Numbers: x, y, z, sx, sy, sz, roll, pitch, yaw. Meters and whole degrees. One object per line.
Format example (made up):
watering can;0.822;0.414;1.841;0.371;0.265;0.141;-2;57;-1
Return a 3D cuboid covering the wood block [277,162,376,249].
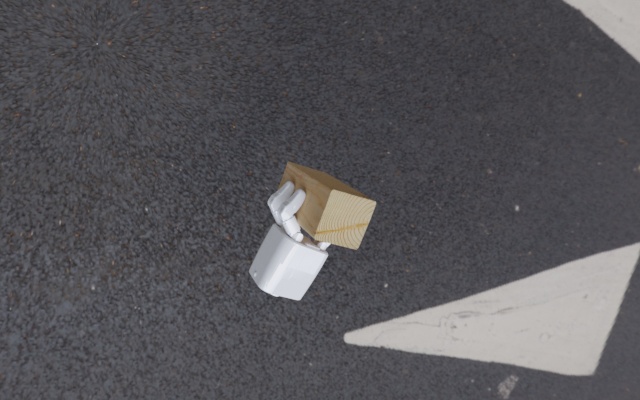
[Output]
wood block;0.000;0.003;0.867;0.091;0.090;0.206;16;10;-28
